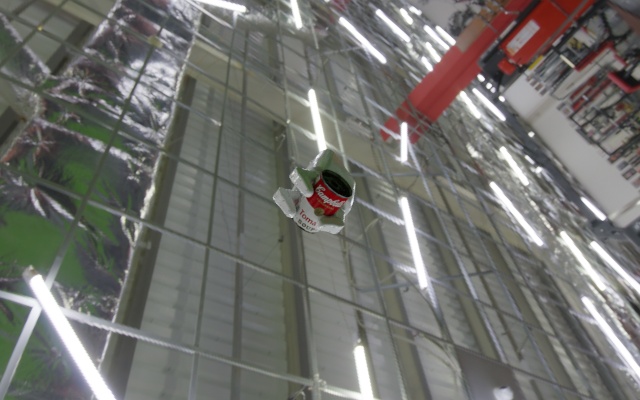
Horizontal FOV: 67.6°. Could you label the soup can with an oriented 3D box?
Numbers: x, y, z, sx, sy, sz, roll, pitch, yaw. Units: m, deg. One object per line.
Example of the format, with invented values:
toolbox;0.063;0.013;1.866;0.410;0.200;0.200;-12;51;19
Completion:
soup can;0.000;0.003;0.864;0.068;0.068;0.102;0;-42;-51
